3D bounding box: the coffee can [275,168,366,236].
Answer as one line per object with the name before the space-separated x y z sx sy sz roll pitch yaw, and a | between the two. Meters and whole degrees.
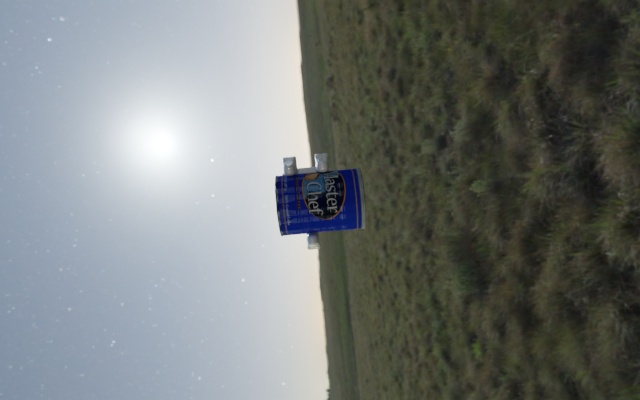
coffee can | 0.000 0.003 0.796 0.140 0.103 0.103 -5 0 0
